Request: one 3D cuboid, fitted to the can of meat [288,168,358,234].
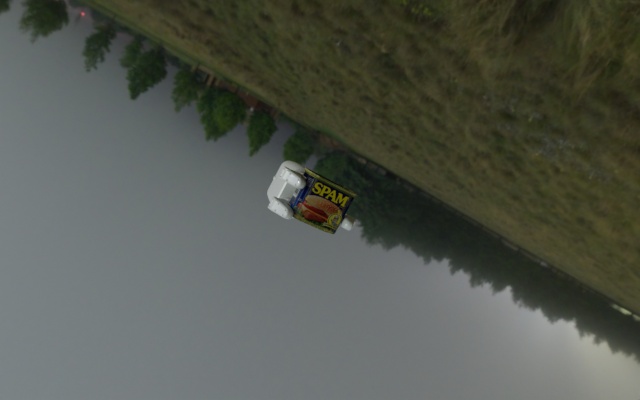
[{"bbox_3d":[0.000,0.003,0.840,0.102,0.084,0.057,26,6,-23],"label":"can of meat"}]
